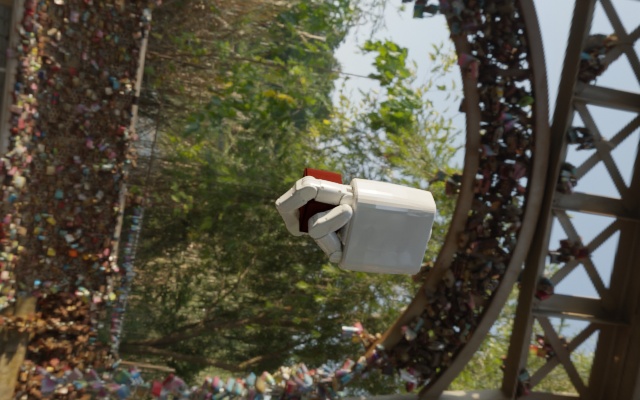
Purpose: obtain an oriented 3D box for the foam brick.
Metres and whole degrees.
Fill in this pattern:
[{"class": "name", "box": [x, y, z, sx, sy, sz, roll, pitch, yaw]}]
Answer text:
[{"class": "foam brick", "box": [0.000, 0.002, 0.637, 0.051, 0.053, 0.078, 7, 37, -9]}]
